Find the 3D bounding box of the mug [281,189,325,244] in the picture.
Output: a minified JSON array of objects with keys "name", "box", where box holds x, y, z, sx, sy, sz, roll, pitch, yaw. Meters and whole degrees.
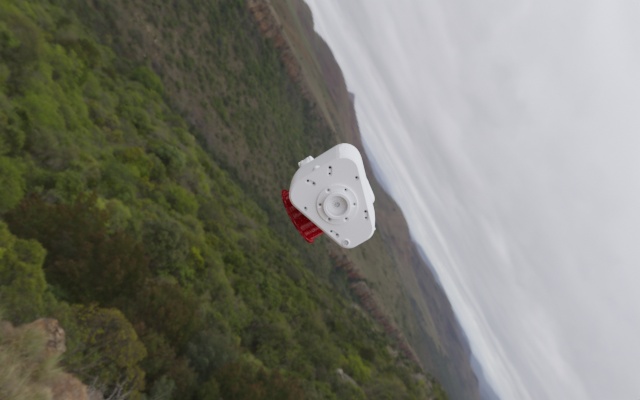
[{"name":"mug","box":[0.000,0.002,0.729,0.081,0.093,0.117,-29,11,9]}]
